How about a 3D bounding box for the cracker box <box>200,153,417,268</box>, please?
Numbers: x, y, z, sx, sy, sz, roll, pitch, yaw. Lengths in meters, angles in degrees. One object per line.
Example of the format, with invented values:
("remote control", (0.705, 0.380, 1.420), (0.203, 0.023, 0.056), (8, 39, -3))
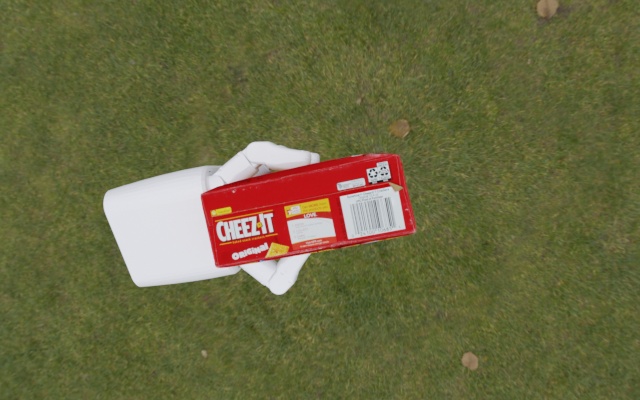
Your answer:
("cracker box", (0.000, 0.002, 0.473), (0.164, 0.072, 0.213), (-11, 3, 7))
